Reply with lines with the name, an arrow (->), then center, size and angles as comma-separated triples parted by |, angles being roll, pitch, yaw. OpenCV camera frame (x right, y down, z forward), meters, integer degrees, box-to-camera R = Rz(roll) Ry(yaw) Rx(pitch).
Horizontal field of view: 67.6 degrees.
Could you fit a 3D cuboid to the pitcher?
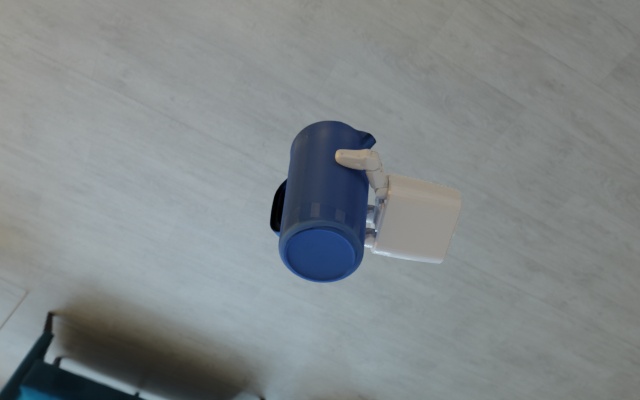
pitcher -> 0.000, 0.002, 0.689 | 0.145, 0.149, 0.242 | 11, 37, -2
